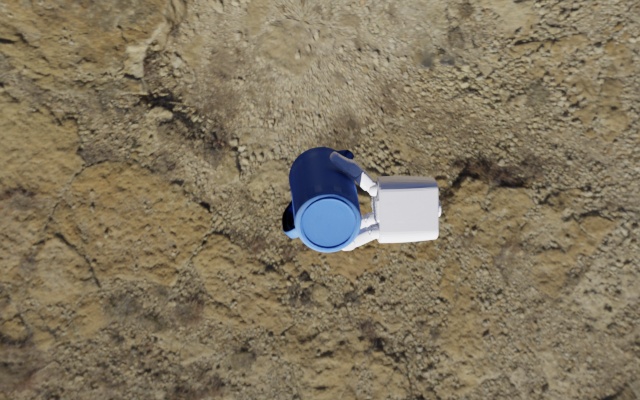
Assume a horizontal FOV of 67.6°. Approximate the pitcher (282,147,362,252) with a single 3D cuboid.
[{"bbox_3d":[0.000,0.003,0.869,0.145,0.149,0.242,1,21,-3],"label":"pitcher"}]
